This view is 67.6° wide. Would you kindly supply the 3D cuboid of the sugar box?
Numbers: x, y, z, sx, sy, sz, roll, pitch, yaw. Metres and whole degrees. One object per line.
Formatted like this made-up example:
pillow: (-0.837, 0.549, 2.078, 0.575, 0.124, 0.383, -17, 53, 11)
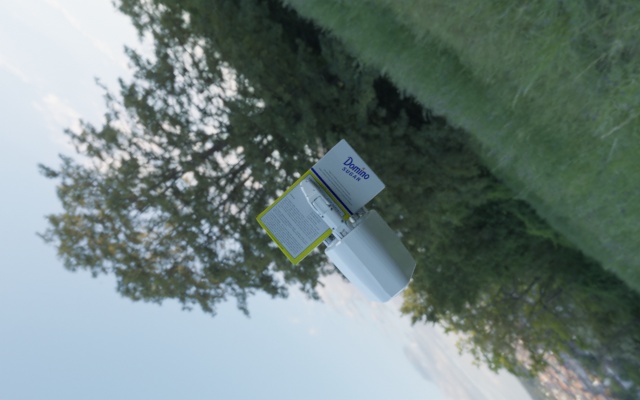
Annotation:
sugar box: (0.000, 0.002, 0.702, 0.176, 0.093, 0.048, -41, -3, 4)
